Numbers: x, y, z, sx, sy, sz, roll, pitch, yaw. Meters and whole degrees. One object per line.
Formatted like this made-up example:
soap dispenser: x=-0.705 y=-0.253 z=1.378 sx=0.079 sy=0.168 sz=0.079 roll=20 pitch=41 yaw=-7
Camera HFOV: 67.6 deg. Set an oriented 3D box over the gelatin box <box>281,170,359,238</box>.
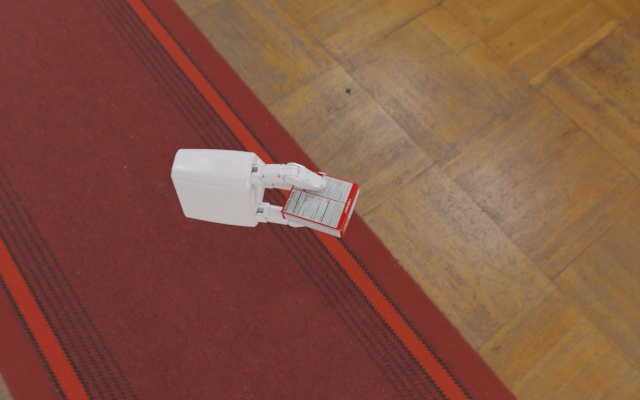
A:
gelatin box: x=0.000 y=0.002 z=0.650 sx=0.089 sy=0.073 sz=0.030 roll=16 pitch=-23 yaw=13
